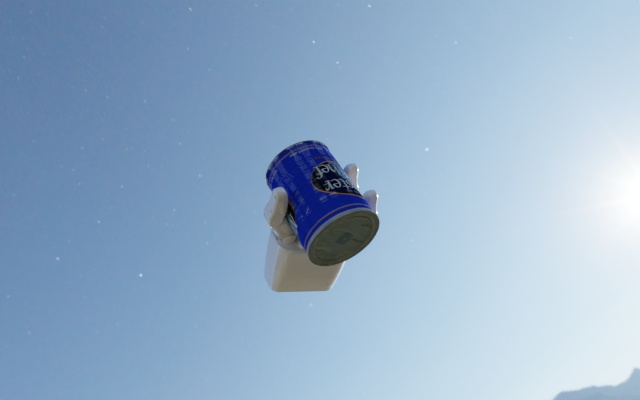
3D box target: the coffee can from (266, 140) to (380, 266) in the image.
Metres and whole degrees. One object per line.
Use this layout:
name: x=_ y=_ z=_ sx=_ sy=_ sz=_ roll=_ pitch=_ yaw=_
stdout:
coffee can: x=0.000 y=0.002 z=0.641 sx=0.103 sy=0.103 sz=0.140 roll=0 pitch=43 yaw=-38
